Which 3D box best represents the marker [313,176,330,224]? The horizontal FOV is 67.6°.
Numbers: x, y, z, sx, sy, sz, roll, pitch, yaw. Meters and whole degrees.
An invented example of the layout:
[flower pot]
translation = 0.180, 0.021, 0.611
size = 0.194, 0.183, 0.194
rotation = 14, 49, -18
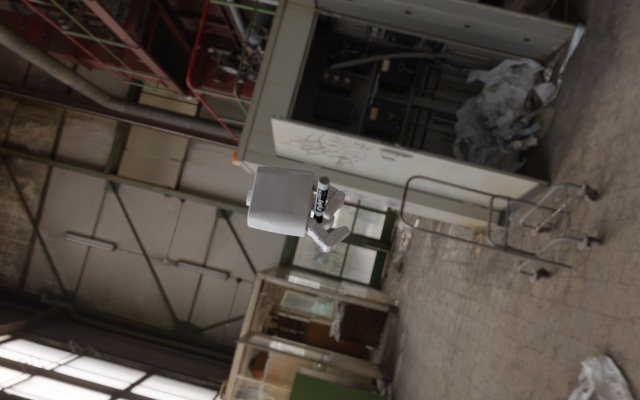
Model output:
[marker]
translation = 0.000, 0.003, 0.815
size = 0.020, 0.020, 0.121
rotation = 0, -36, -7
